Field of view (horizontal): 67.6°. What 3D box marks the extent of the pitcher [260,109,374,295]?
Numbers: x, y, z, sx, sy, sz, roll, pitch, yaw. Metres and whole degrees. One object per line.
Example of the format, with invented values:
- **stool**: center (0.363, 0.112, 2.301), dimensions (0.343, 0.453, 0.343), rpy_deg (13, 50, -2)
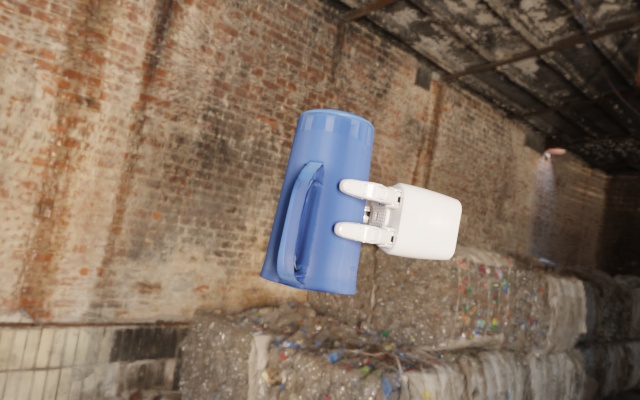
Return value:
- **pitcher**: center (0.000, 0.002, 0.653), dimensions (0.145, 0.243, 0.149), rpy_deg (12, -5, -26)
